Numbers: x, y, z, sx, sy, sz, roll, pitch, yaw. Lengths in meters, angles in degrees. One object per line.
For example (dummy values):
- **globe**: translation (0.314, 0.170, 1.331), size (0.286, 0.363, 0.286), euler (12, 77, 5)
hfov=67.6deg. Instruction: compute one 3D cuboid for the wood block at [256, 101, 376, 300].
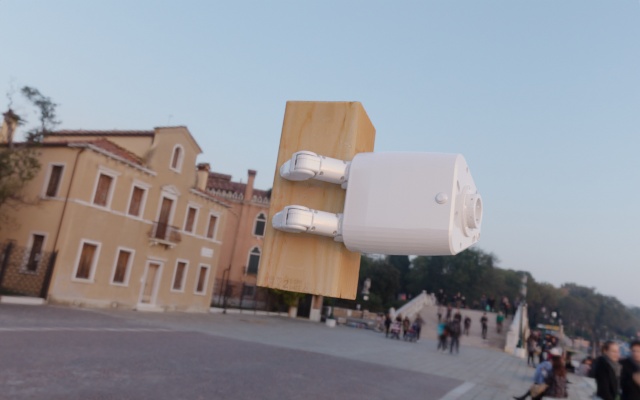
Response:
- **wood block**: translation (0.001, 0.002, 0.541), size (0.090, 0.206, 0.091), euler (4, -12, 19)
